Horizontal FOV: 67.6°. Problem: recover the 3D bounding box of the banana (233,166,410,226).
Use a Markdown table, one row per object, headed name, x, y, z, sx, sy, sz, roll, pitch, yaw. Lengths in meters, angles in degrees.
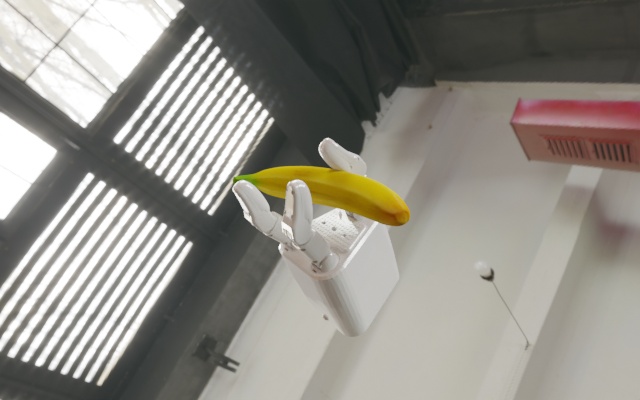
| name | x | y | z | sx | sy | sz | roll | pitch | yaw |
| --- | --- | --- | --- | --- | --- | --- | --- | --- | --- |
| banana | 0.008 | -0.006 | 0.473 | 0.198 | 0.037 | 0.069 | 10 | 29 | 33 |
